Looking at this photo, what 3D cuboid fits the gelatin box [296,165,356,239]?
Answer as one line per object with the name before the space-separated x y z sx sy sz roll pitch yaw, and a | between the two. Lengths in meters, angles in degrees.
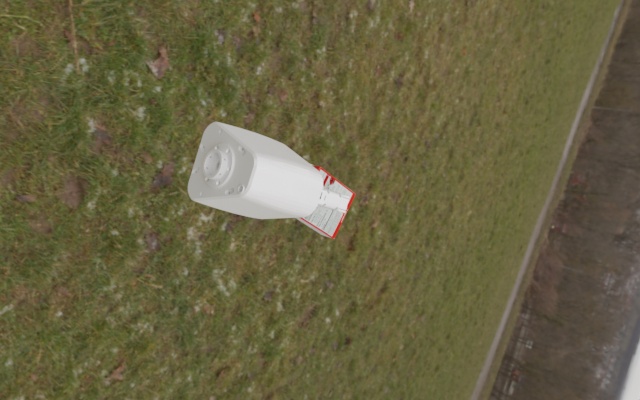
gelatin box | 0.001 0.002 0.655 0.030 0.073 0.089 16 -13 45
